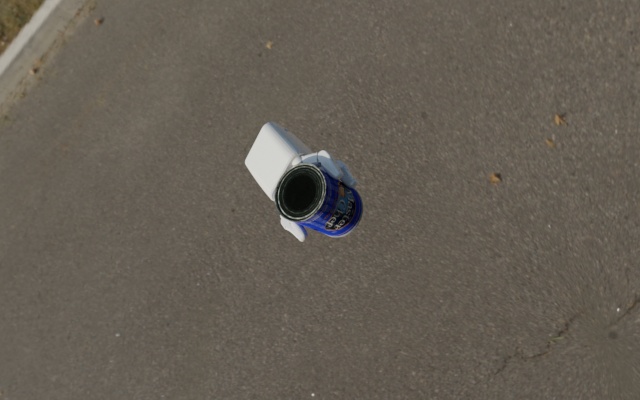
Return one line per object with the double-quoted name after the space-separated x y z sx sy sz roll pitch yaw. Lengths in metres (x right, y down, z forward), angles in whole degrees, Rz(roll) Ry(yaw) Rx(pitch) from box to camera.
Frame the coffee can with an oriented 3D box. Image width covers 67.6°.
0.000 0.003 0.847 0.103 0.102 0.140 0 -14 31 "coffee can"
